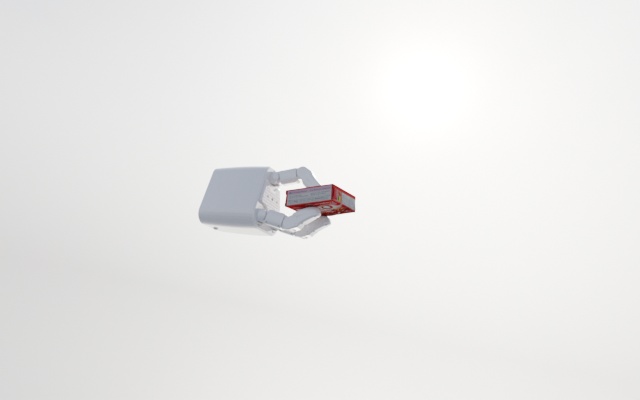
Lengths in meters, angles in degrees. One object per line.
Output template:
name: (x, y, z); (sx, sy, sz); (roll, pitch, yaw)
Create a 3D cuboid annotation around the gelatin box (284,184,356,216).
gelatin box: (0.000, 0.002, 0.747); (0.089, 0.030, 0.073); (-8, -20, 31)
